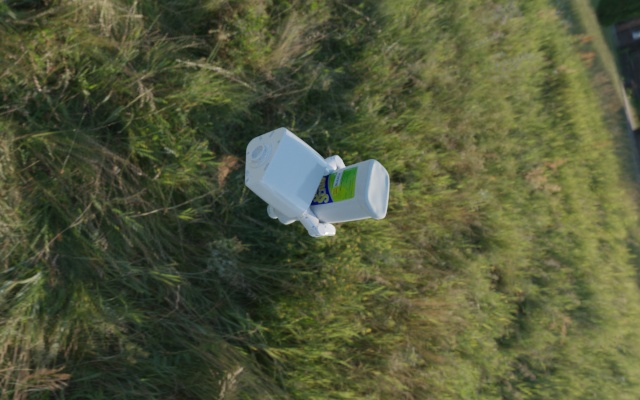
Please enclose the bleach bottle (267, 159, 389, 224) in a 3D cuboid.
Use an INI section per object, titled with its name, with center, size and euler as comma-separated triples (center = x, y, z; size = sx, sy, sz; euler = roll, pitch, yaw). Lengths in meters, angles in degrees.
[bleach bottle]
center = 0.000, 0.003, 0.863
size = 0.251, 0.102, 0.068
euler = -15, -39, 37
